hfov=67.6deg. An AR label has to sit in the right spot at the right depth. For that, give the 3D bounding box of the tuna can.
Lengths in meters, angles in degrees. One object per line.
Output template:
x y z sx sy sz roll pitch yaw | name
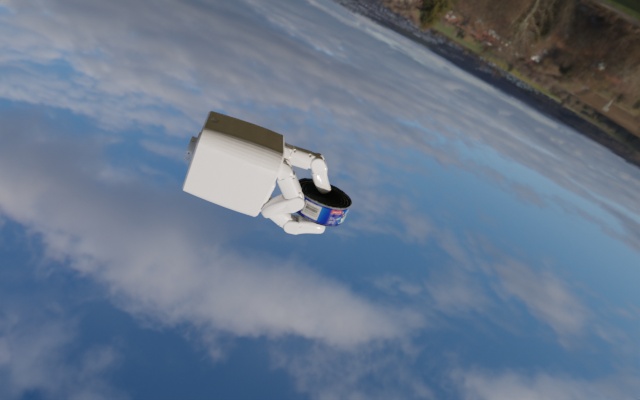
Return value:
0.000 0.003 0.698 0.086 0.034 0.086 19 23 -8 | tuna can
